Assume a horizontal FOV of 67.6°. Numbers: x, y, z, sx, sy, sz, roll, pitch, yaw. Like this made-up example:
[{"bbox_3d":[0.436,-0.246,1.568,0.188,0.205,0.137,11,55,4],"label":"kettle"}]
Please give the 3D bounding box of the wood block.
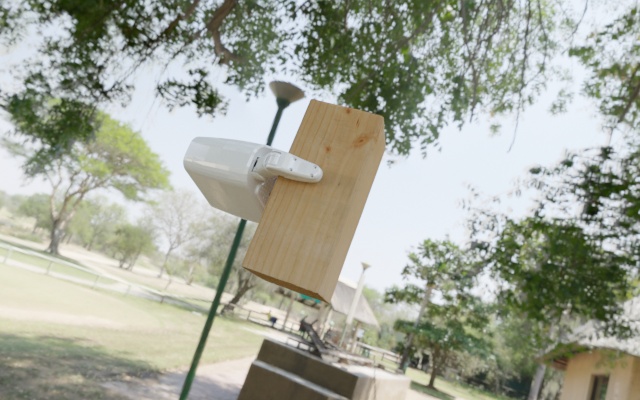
[{"bbox_3d":[0.000,0.001,0.549,0.090,0.206,0.091,17,-15,15],"label":"wood block"}]
